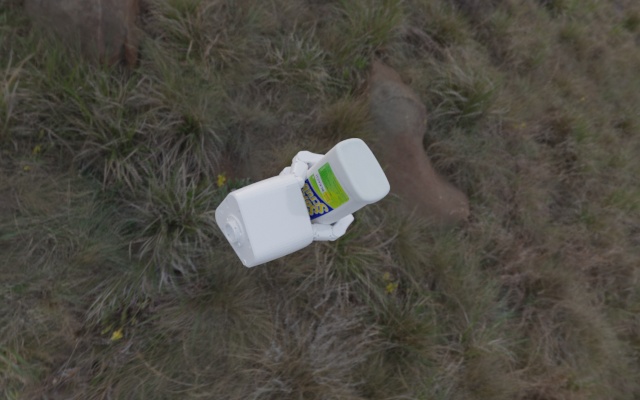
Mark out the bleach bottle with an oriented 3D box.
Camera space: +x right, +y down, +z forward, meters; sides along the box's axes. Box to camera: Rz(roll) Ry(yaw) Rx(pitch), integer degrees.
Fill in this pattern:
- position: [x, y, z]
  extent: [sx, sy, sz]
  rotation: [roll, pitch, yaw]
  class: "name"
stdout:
- position: [0.000, 0.002, 0.771]
  extent: [0.068, 0.102, 0.251]
  rotation: [-21, -12, -37]
  class: "bleach bottle"
